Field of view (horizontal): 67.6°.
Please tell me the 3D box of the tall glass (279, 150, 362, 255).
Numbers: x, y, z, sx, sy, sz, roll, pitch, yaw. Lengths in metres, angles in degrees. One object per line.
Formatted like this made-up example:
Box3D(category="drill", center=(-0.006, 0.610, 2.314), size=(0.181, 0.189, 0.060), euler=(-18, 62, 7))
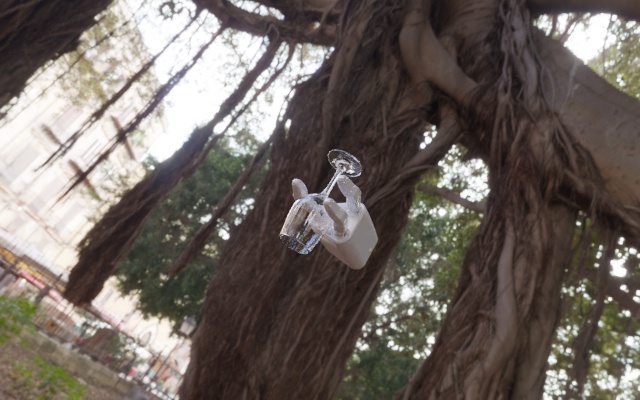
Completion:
Box3D(category="tall glass", center=(0.000, 0.002, 0.889), size=(0.079, 0.201, 0.079), euler=(26, -27, 14))
